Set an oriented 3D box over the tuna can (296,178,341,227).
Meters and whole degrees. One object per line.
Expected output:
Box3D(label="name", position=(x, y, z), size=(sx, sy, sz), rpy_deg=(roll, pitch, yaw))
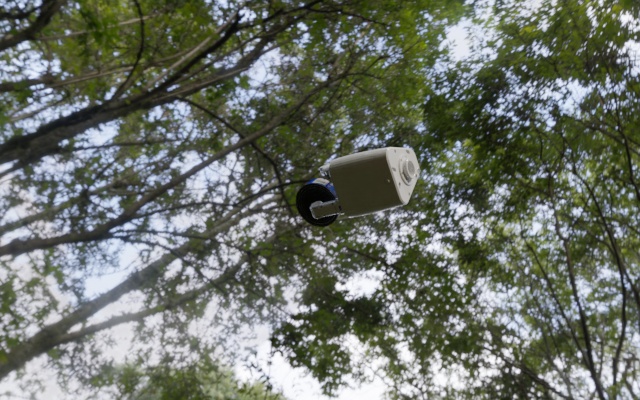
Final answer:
Box3D(label="tuna can", position=(0.000, 0.003, 0.869), size=(0.086, 0.086, 0.033), rpy_deg=(0, 23, 28))
